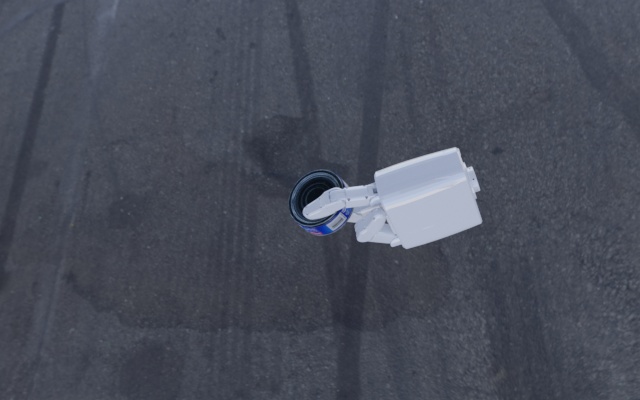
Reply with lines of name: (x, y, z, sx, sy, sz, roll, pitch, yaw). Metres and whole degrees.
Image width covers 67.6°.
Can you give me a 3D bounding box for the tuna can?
tuna can: (0.000, 0.002, 0.644, 0.086, 0.086, 0.034, 0, -23, 28)
